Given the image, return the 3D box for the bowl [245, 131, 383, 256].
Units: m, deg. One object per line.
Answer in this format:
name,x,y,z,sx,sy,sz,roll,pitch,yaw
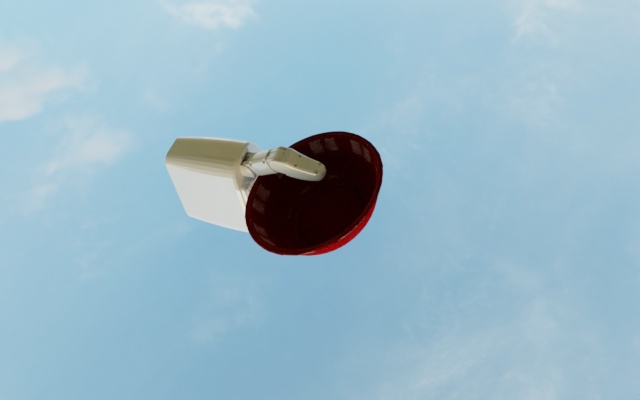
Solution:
bowl,0.001,0.002,0.522,0.162,0.162,0.055,0,-35,31
